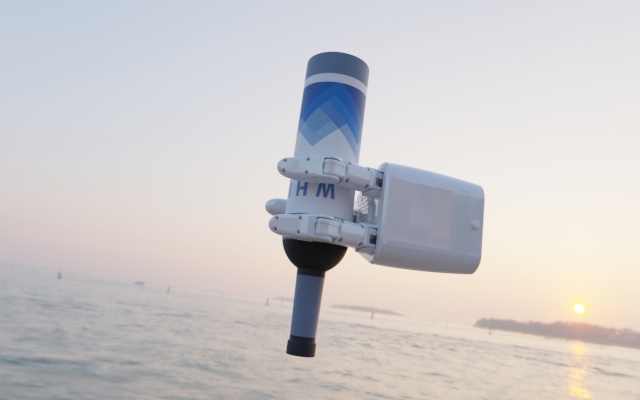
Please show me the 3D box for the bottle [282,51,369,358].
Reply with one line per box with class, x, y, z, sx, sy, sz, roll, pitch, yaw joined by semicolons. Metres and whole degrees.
bottle;0.000;0.001;0.475;0.069;0.295;0.069;7;-12;2
